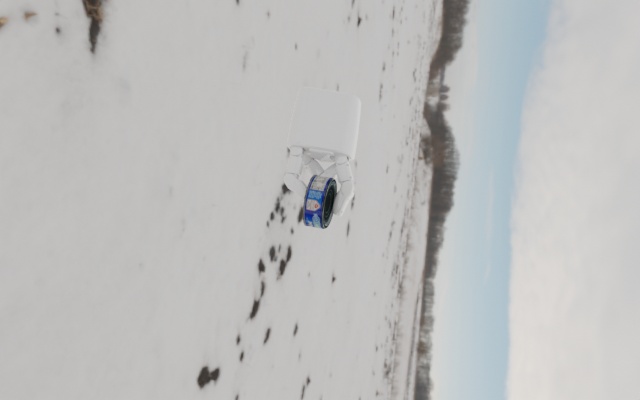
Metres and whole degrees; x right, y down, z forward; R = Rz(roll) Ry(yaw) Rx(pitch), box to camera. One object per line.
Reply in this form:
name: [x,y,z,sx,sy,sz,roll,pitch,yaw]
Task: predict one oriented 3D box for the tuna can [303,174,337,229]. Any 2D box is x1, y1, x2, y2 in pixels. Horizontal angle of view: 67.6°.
tuna can: [0.001,0.003,0.775,0.034,0.086,0.086,10,2,14]
